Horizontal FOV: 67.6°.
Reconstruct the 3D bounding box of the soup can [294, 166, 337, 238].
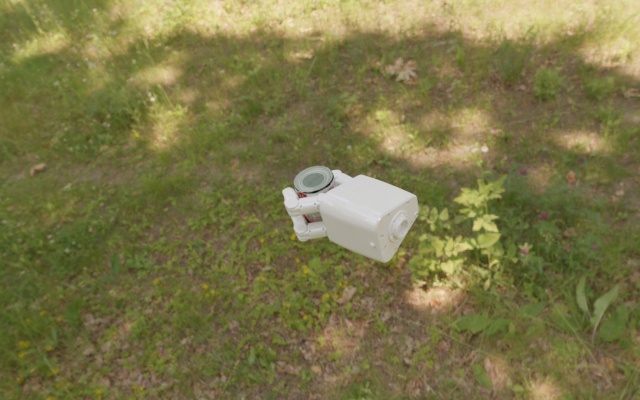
[{"bbox_3d":[0.000,0.002,0.792,0.068,0.102,0.068,-10,40,9],"label":"soup can"}]
